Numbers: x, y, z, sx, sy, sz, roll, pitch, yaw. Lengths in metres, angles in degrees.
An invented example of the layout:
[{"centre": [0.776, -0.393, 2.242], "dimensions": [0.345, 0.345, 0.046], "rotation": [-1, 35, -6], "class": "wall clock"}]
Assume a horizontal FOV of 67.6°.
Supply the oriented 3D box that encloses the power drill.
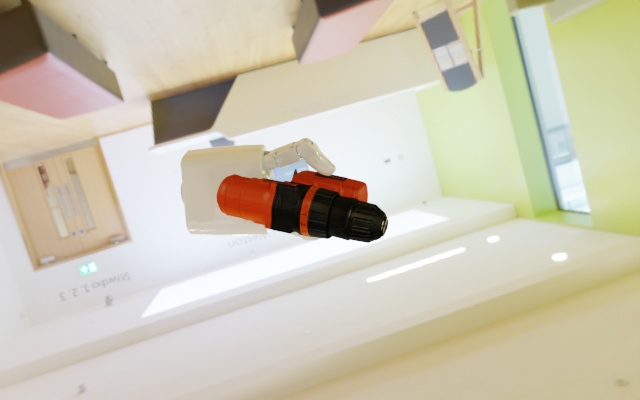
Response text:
[{"centre": [0.000, 0.002, 0.556], "dimensions": [0.184, 0.057, 0.187], "rotation": [13, 7, 17], "class": "power drill"}]
